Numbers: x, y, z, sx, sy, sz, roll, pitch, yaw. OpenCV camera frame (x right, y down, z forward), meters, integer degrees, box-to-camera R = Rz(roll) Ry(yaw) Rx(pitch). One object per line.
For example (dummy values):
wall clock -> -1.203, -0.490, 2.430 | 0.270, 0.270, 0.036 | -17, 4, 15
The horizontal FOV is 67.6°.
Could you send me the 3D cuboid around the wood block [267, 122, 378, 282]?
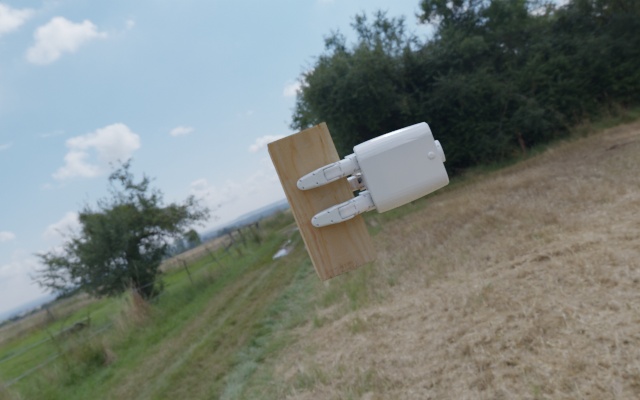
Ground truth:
wood block -> 0.000, 0.002, 0.705 | 0.090, 0.206, 0.091 | -22, 2, -4
